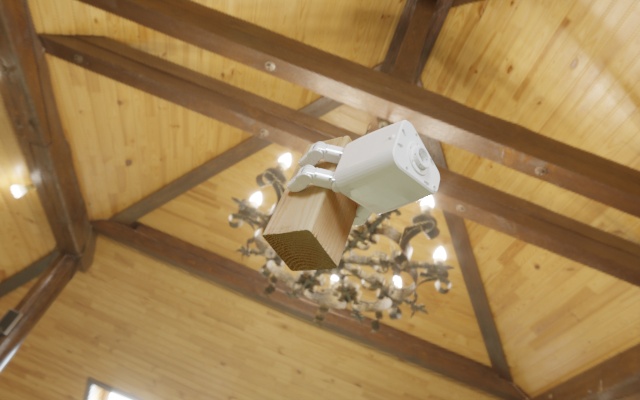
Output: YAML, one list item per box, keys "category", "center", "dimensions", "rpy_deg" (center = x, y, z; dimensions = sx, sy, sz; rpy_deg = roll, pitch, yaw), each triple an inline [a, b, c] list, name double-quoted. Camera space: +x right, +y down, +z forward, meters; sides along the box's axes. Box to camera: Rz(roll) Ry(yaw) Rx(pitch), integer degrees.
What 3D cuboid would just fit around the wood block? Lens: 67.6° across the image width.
- category: "wood block"
  center: [0.001, 0.003, 0.765]
  dimensions: [0.090, 0.206, 0.091]
  rpy_deg: [-9, -49, 33]
